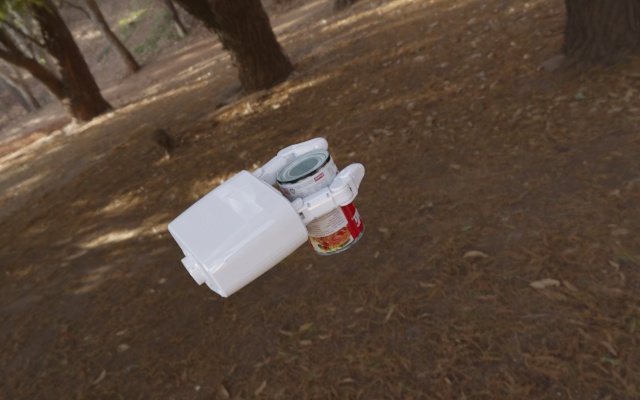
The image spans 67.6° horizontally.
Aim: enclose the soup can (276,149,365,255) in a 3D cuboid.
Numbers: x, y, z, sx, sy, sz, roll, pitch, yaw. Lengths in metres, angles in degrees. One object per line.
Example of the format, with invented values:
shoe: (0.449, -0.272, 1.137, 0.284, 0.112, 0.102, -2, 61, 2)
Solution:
soup can: (0.000, 0.001, 0.545, 0.068, 0.102, 0.068, -22, 25, 11)
